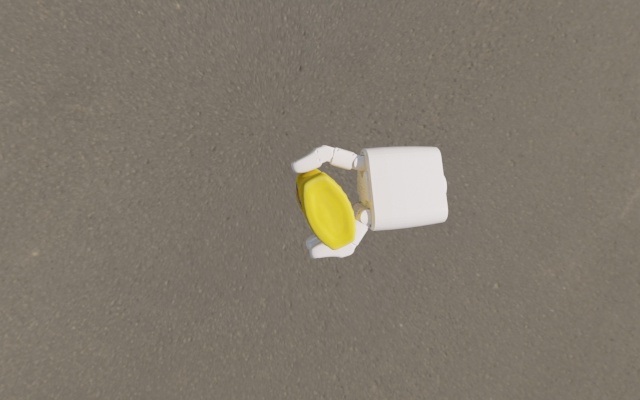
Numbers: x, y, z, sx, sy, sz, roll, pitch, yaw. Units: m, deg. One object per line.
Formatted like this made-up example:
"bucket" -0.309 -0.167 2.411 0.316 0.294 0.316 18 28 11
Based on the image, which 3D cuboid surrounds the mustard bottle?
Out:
"mustard bottle" 0.000 0.002 0.672 0.058 0.096 0.191 -27 11 -2
